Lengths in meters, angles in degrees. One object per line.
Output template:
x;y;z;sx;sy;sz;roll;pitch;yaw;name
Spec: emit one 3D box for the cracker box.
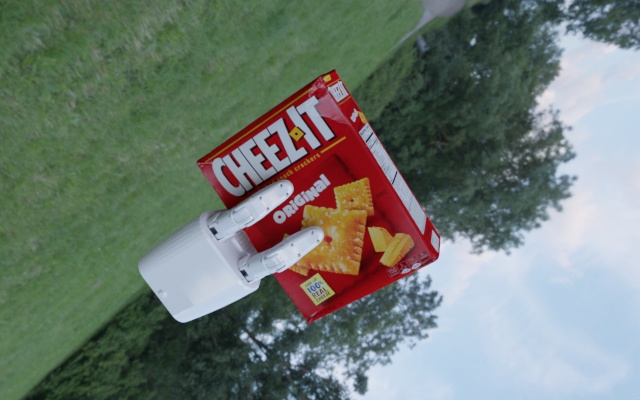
0.000;0.002;0.500;0.164;0.214;0.072;-30;10;22;cracker box
